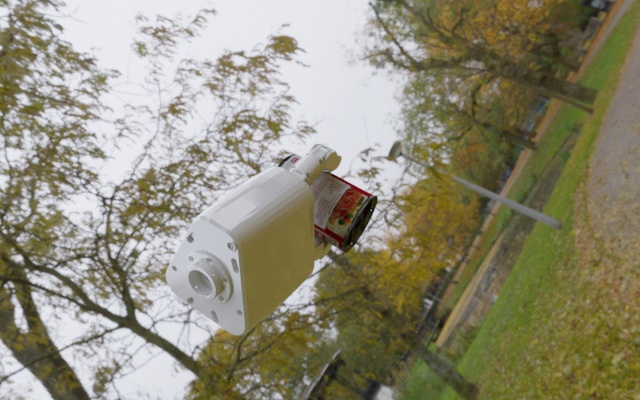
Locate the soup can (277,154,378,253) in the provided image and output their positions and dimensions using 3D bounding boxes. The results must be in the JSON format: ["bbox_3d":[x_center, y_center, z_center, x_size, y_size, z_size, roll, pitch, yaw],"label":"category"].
[{"bbox_3d":[0.000,0.001,0.511,0.102,0.068,0.068,29,9,17],"label":"soup can"}]
